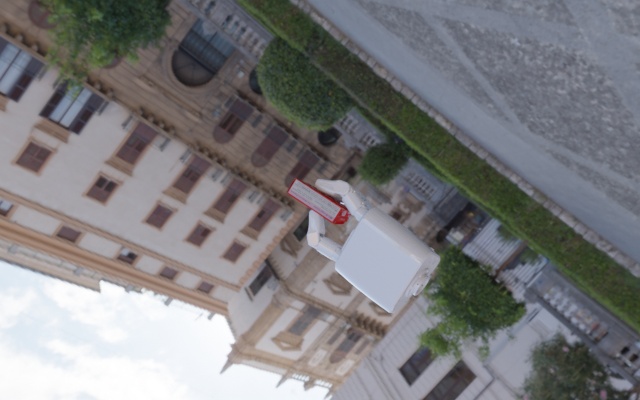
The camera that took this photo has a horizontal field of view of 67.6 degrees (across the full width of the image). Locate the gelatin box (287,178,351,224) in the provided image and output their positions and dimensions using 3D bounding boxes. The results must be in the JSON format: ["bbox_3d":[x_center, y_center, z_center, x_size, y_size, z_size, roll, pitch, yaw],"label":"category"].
[{"bbox_3d":[0.000,0.003,0.728,0.089,0.030,0.073,32,4,13],"label":"gelatin box"}]
